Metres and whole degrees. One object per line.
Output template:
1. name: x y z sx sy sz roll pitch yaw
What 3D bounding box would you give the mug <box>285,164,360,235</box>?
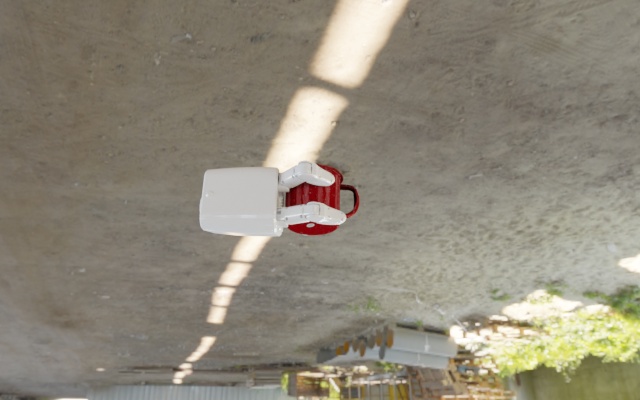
1. mug: 0.002 0.003 0.718 0.117 0.081 0.093 1 -24 -1
